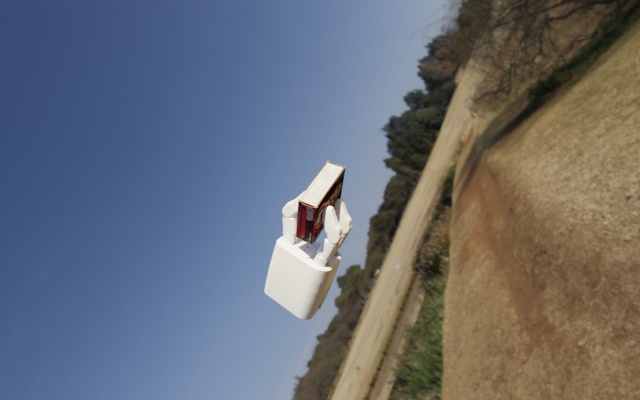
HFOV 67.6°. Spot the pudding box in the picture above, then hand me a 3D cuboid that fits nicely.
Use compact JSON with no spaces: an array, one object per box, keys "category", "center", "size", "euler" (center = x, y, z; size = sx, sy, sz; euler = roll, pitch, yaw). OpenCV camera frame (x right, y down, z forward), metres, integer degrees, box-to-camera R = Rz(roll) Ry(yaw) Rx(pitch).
[{"category":"pudding box","center":[0.000,0.003,0.796],"size":[0.039,0.090,0.113],"euler":[21,48,13]}]
